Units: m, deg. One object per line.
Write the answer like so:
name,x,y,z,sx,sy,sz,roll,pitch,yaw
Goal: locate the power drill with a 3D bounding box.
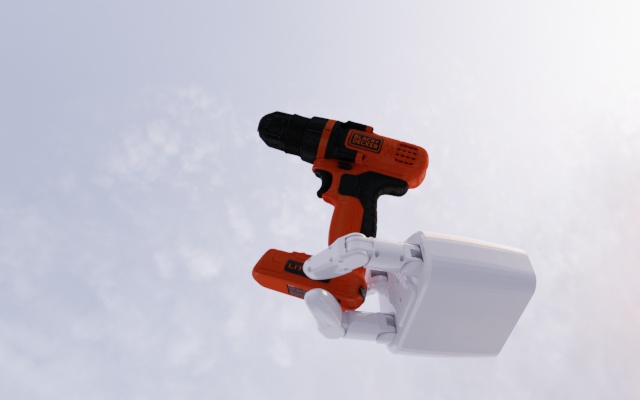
power drill,0.000,0.002,0.472,0.184,0.187,0.057,15,-23,11
